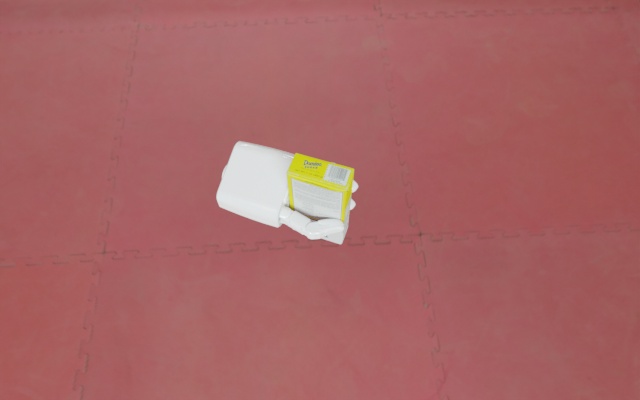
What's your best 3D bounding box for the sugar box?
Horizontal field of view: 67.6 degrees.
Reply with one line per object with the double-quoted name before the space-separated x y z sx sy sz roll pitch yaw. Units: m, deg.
"sugar box" 0.000 0.002 0.753 0.093 0.048 0.176 17 -27 9
